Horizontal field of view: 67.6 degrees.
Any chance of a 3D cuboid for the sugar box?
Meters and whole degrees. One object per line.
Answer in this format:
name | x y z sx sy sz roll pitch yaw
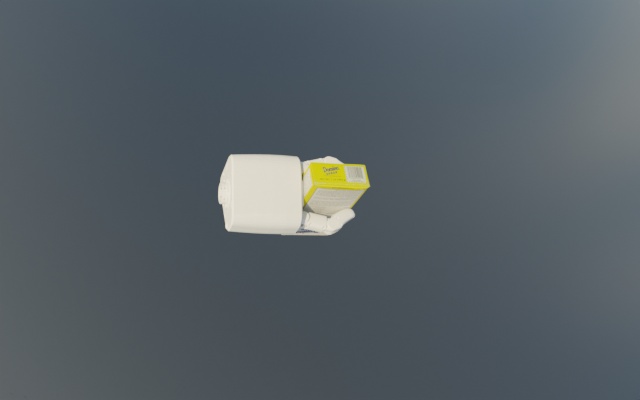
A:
sugar box | 0.000 0.002 0.773 0.093 0.048 0.176 2 -26 -22
